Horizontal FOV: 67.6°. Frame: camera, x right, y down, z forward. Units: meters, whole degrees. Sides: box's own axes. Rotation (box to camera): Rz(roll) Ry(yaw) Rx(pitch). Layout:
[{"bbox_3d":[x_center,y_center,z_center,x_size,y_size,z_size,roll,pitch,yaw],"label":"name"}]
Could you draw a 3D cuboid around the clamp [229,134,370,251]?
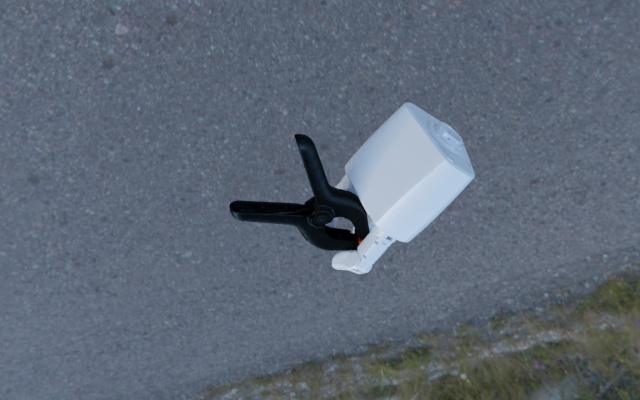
[{"bbox_3d":[0.000,0.002,0.530,0.171,0.039,0.120,24,-57,-29],"label":"clamp"}]
